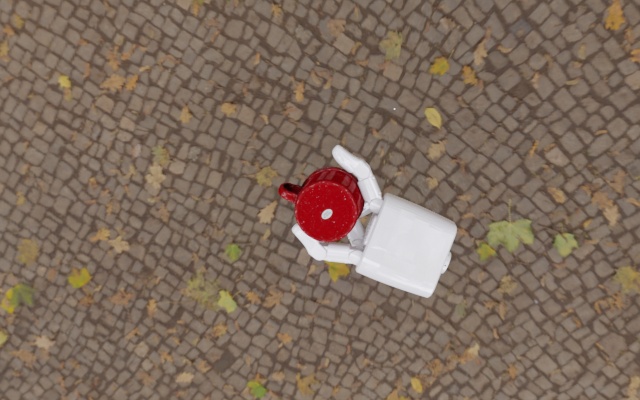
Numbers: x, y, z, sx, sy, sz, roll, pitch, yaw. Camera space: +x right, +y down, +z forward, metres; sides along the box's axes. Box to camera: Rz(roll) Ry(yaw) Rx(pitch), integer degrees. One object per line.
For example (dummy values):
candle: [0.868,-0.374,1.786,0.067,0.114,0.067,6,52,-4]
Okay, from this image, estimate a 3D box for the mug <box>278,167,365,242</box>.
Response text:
mug: [-0.001,0.002,0.633,0.117,0.093,0.081,22,13,2]
